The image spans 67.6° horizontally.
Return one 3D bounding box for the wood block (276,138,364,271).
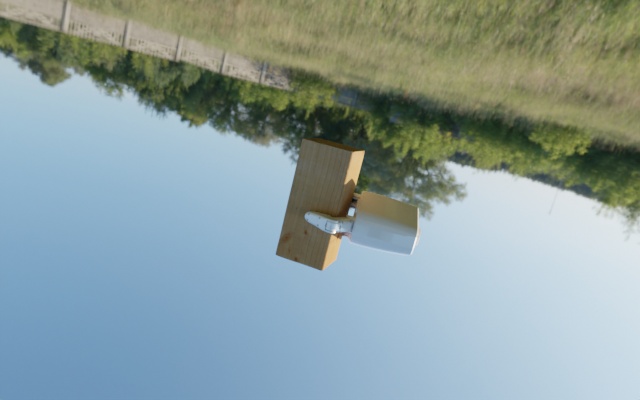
[{"bbox_3d":[0.000,0.003,0.827,0.090,0.206,0.091,17,12,16],"label":"wood block"}]
